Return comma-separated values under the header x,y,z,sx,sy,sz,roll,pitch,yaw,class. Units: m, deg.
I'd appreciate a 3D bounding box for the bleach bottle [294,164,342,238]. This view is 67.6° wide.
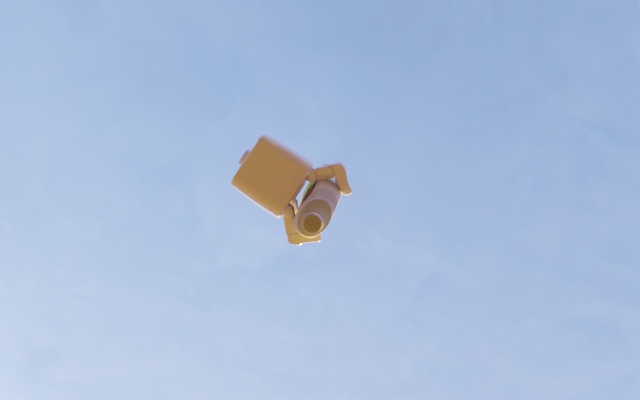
x,y,z,sx,sy,sz,roll,pitch,yaw,class
0.000,0.003,0.847,0.068,0.102,0.250,34,12,-4,bleach bottle
